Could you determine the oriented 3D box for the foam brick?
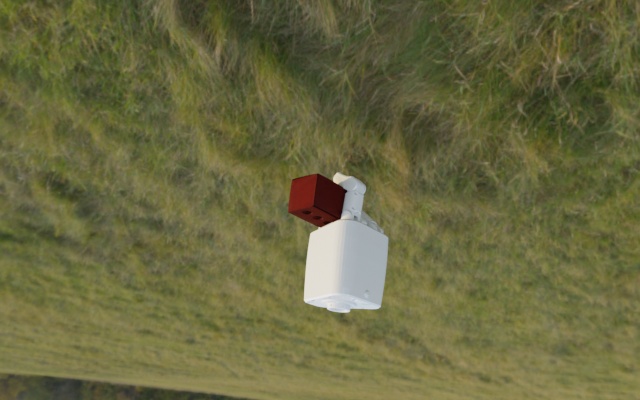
[{"bbox_3d":[0.000,0.002,0.685,0.053,0.051,0.078,-12,-29,43],"label":"foam brick"}]
